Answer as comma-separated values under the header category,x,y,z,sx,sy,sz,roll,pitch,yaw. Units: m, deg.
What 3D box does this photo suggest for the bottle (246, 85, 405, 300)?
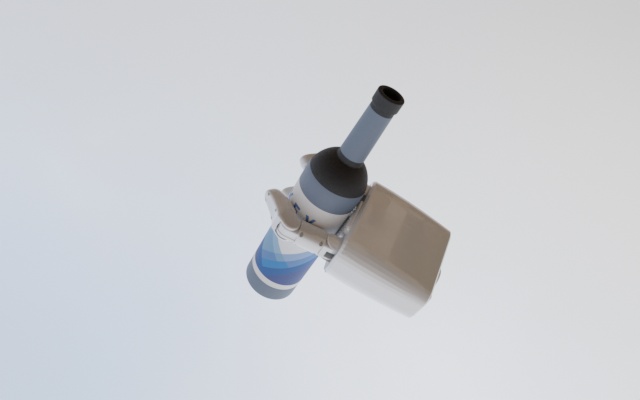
category,x,y,z,sx,sy,sz,roll,pitch,yaw
bottle,0.000,0.002,0.515,0.069,0.069,0.296,0,-41,-35
